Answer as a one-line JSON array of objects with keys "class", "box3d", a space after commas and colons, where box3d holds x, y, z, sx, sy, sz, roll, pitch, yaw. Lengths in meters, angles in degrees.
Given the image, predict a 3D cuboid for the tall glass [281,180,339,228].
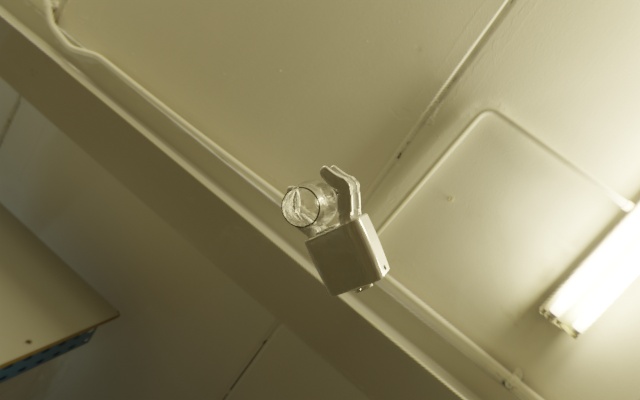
[{"class": "tall glass", "box3d": [0.000, 0.002, 0.808, 0.079, 0.079, 0.201, 0, 4, 18]}]
